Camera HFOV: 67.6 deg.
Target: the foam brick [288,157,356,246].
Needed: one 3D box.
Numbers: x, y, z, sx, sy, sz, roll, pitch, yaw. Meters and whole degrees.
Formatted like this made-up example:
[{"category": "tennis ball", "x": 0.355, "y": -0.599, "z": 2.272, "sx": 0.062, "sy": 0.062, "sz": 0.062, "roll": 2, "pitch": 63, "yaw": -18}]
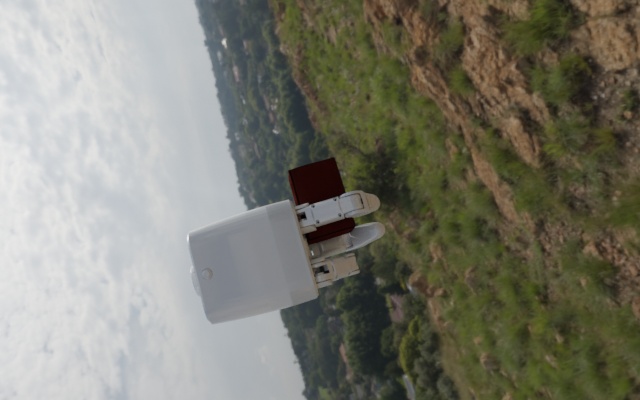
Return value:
[{"category": "foam brick", "x": 0.000, "y": 0.001, "z": 0.505, "sx": 0.051, "sy": 0.078, "sz": 0.053, "roll": -16, "pitch": -10, "yaw": -4}]
